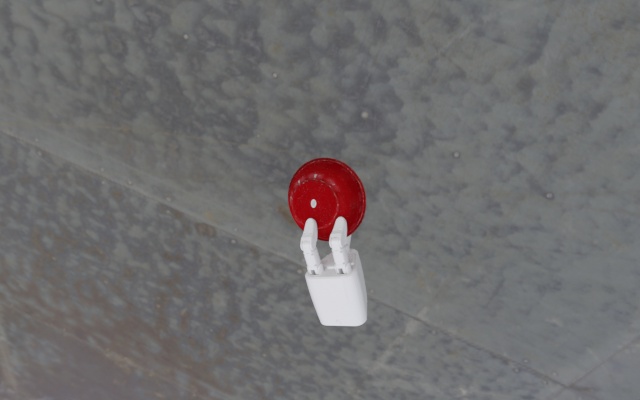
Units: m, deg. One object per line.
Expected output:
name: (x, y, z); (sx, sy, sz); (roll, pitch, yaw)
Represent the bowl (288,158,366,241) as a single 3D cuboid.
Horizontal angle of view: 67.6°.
bowl: (-0.001, 0.002, 0.883); (0.162, 0.162, 0.055); (0, 9, 24)
